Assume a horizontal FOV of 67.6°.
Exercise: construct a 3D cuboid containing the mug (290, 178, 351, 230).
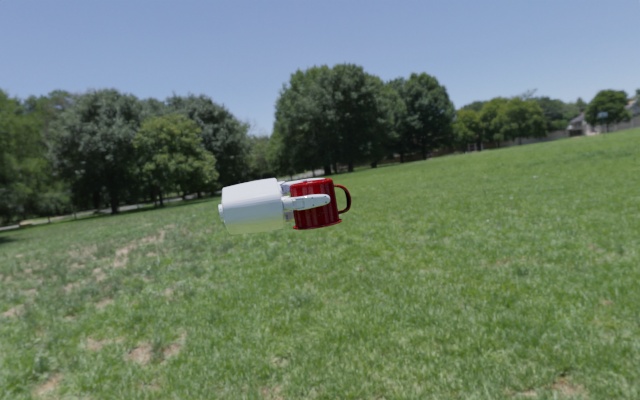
[{"bbox_3d":[0.002,0.002,0.882,0.117,0.081,0.093,-10,5,-10],"label":"mug"}]
